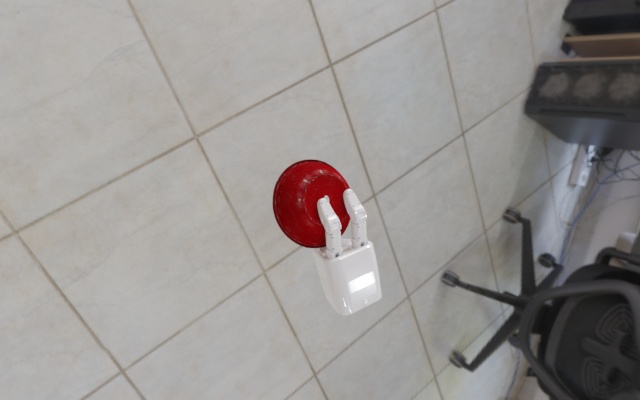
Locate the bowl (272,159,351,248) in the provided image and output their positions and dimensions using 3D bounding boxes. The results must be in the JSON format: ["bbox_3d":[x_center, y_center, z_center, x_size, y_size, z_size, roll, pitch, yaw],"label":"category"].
[{"bbox_3d":[0.000,0.002,0.836,0.162,0.162,0.055,0,-6,-28],"label":"bowl"}]
